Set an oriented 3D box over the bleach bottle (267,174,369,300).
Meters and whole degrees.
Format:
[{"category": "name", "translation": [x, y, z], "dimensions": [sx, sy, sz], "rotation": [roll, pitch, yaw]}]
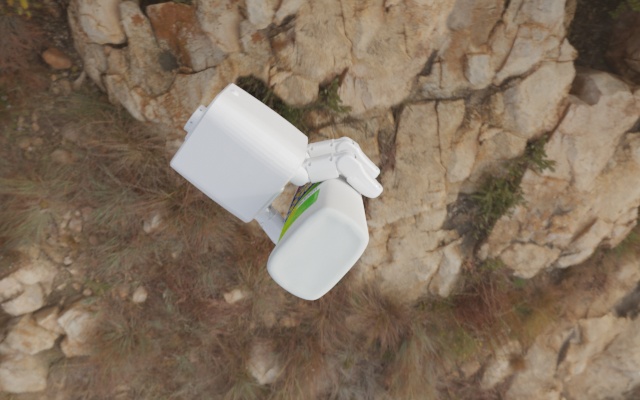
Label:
[{"category": "bleach bottle", "translation": [0.000, 0.002, 0.554], "dimensions": [0.068, 0.102, 0.250], "rotation": [37, 19, -14]}]
